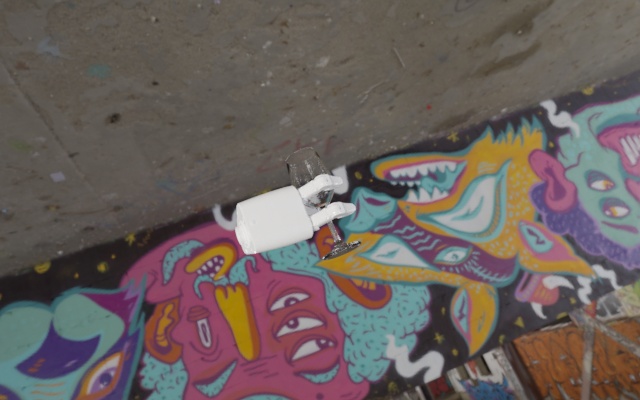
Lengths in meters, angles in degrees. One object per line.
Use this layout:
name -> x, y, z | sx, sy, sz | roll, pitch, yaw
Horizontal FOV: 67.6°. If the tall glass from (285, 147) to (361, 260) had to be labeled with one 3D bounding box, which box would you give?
tall glass -> 0.001, 0.003, 0.874 | 0.079, 0.201, 0.079 | -21, -17, -7
